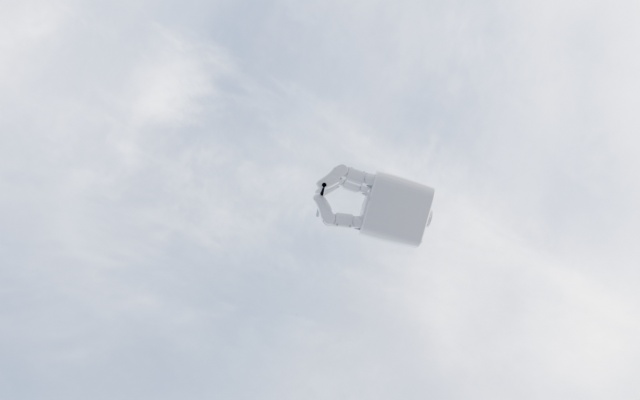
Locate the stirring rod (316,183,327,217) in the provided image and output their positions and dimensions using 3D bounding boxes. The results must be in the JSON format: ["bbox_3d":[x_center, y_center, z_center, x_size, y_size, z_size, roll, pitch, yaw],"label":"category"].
[{"bbox_3d":[0.000,0.003,0.884,0.011,0.011,0.239,0,-13,-3],"label":"stirring rod"}]
